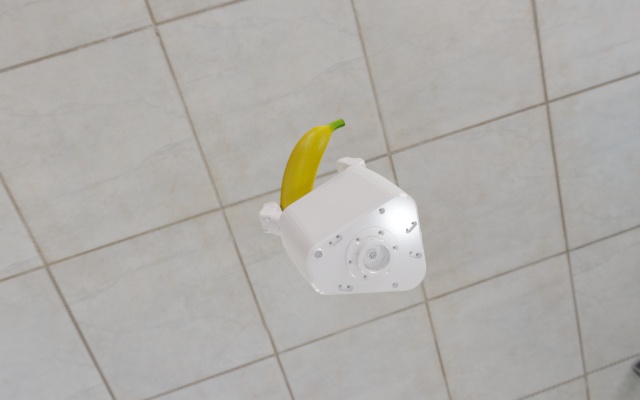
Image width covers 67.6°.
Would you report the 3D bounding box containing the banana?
[{"bbox_3d":[-0.016,-0.003,0.571,0.069,0.198,0.037,7,12,-25],"label":"banana"}]
